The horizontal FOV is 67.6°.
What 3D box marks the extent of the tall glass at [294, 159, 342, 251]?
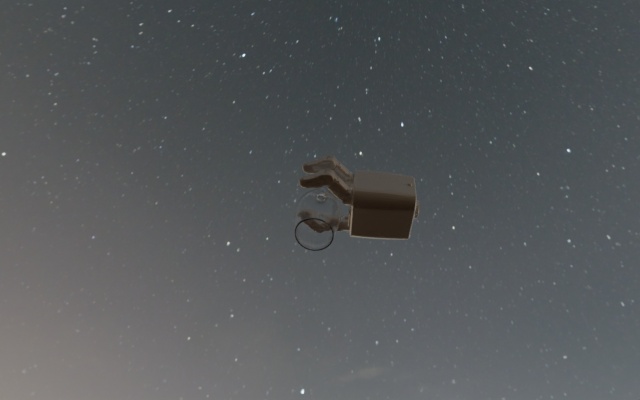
[{"bbox_3d":[0.000,0.002,0.824,0.079,0.079,0.201,0,31,7],"label":"tall glass"}]
